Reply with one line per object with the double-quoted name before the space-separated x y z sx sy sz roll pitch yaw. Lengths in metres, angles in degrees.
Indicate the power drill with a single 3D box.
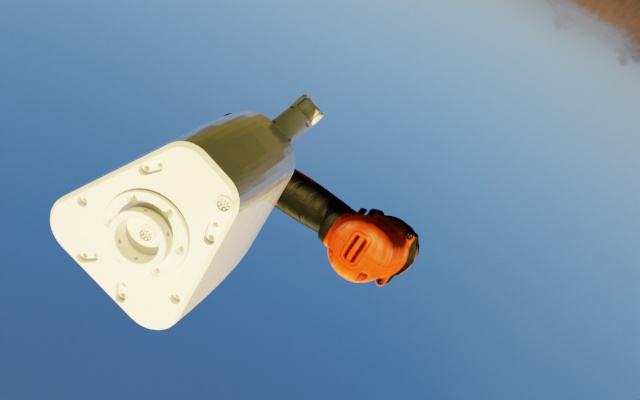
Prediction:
"power drill" 0.000 0.001 0.417 0.187 0.057 0.184 33 5 18
